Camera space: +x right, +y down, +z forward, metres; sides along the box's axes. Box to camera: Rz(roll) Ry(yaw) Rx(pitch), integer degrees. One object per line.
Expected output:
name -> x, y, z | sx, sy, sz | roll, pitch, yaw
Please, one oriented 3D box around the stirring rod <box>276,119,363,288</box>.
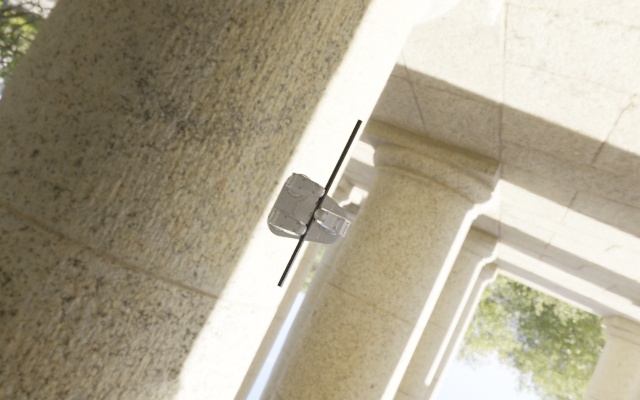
stirring rod -> 0.000, 0.002, 0.617 | 0.011, 0.239, 0.011 | 26, -5, 3
